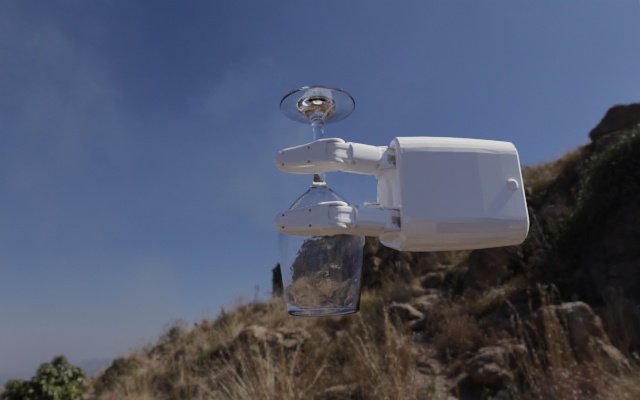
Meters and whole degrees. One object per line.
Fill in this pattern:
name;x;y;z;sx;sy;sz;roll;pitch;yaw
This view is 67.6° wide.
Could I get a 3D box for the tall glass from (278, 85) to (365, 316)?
tall glass;0.000;0.001;0.438;0.079;0.201;0.079;-1;-18;0
